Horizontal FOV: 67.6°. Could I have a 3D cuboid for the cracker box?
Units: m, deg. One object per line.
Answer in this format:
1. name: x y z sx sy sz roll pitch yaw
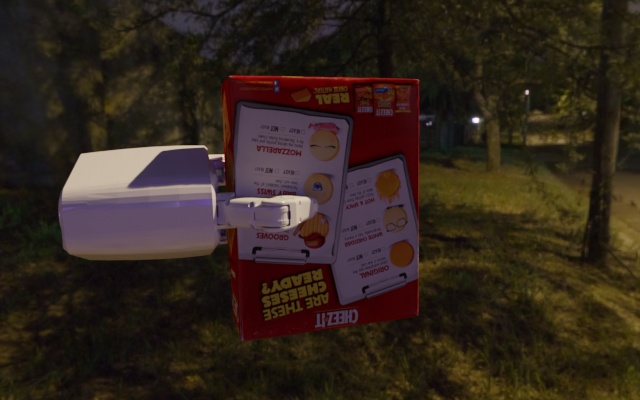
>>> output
1. cracker box: 0.000 0.001 0.427 0.164 0.214 0.072 -4 8 -16
